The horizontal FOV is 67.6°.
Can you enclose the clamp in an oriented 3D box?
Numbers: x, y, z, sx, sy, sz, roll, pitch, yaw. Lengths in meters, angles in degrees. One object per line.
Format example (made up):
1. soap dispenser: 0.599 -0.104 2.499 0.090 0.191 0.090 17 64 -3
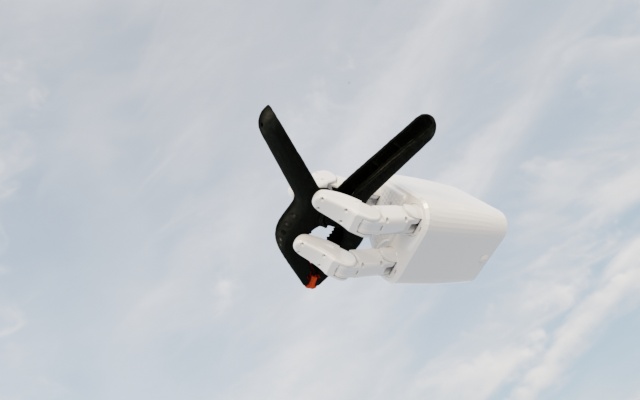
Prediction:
1. clamp: 0.000 0.001 0.451 0.164 0.210 0.036 5 35 -27
